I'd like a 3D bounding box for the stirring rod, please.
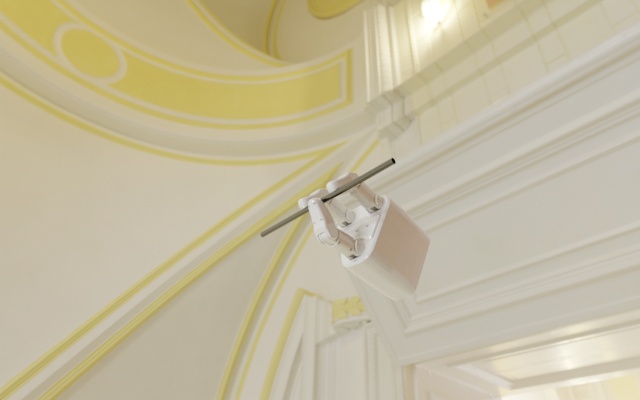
[{"bbox_3d":[0.000,0.002,0.623,0.239,0.011,0.011,-30,-19,36],"label":"stirring rod"}]
